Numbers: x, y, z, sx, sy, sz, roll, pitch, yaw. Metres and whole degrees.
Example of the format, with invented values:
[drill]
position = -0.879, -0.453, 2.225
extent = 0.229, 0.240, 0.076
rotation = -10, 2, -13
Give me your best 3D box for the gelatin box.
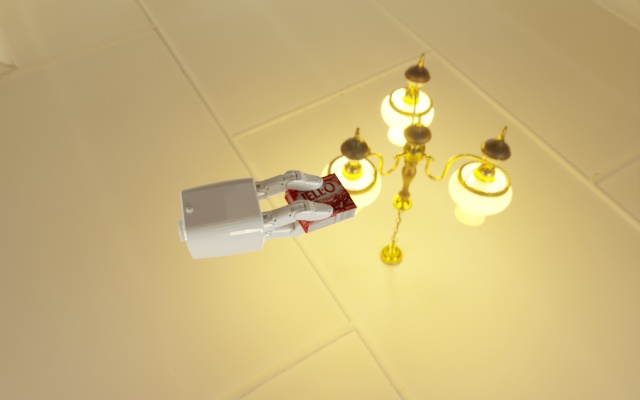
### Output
[gelatin box]
position = 0.000, 0.003, 0.722
extent = 0.089, 0.073, 0.030
rotation = -18, -32, -24
